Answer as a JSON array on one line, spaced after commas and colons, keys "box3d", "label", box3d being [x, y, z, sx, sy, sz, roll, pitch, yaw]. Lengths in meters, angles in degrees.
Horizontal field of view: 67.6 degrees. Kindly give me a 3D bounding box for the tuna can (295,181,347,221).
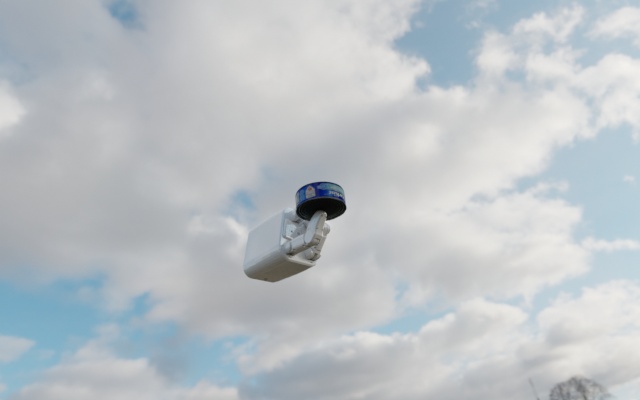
[{"box3d": [0.000, 0.002, 0.809, 0.086, 0.033, 0.086, -5, -29, -2], "label": "tuna can"}]
